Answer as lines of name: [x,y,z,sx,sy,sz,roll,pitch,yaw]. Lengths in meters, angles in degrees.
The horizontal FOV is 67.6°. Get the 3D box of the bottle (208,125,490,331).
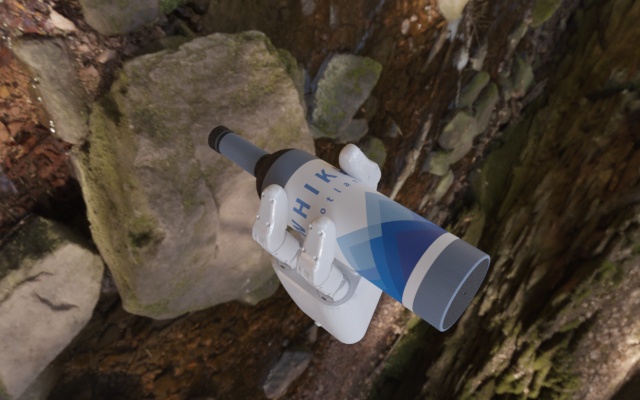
bottle: [0.000,0.001,0.426,0.295,0.069,0.069,32,18,30]
